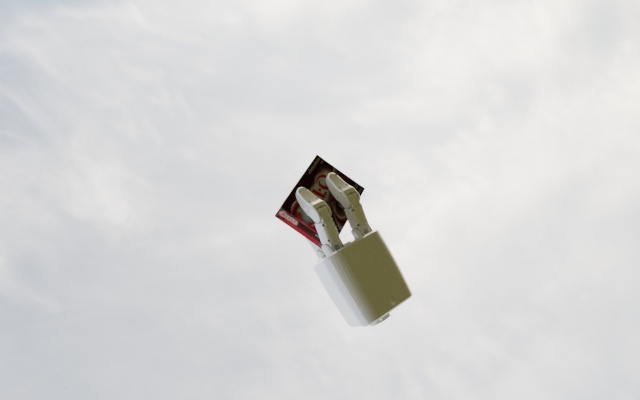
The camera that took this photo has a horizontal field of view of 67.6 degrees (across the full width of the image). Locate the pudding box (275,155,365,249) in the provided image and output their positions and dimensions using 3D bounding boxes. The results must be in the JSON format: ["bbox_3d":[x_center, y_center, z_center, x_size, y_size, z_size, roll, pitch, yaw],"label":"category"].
[{"bbox_3d":[0.000,0.002,0.694,0.090,0.113,0.039,35,-34,-6],"label":"pudding box"}]
